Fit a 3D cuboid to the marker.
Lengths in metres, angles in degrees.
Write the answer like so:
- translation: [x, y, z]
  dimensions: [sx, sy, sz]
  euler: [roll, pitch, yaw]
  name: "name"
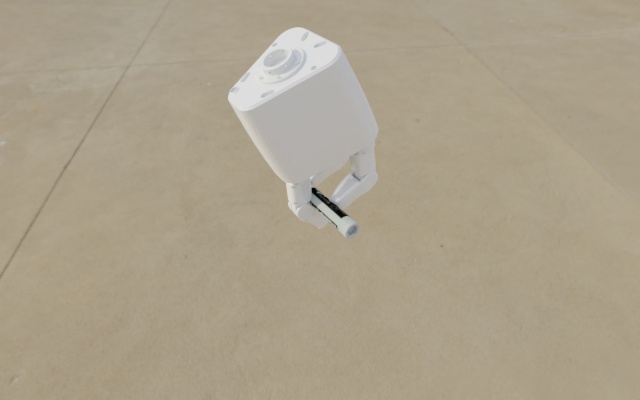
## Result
- translation: [0.000, 0.002, 0.528]
  dimensions: [0.020, 0.020, 0.121]
  euler: [0, 30, -39]
  name: "marker"
